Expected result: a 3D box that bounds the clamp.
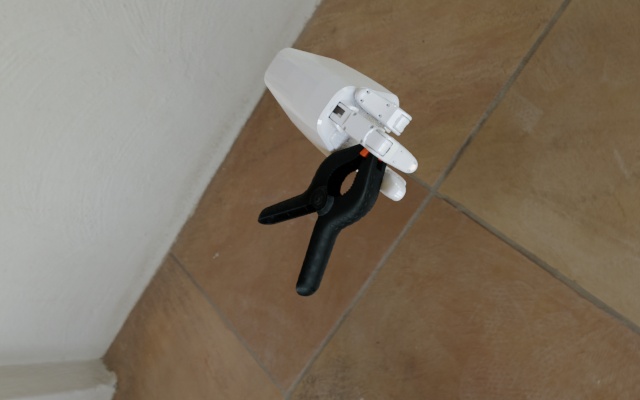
[{"bbox_3d":[0.000,0.001,0.506,0.120,0.171,0.039,44,13,33],"label":"clamp"}]
